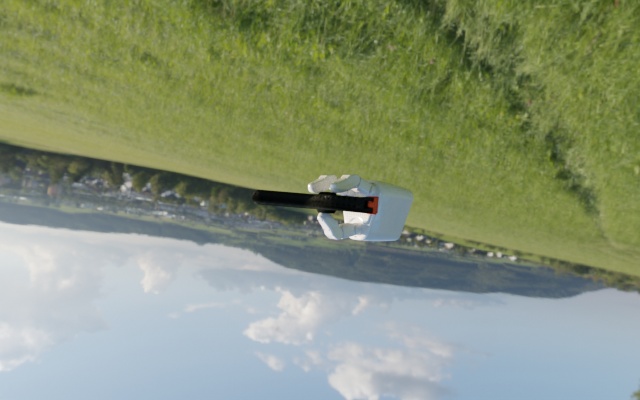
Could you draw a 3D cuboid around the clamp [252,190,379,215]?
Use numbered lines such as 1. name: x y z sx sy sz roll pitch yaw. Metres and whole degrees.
1. clamp: 0.001 0.003 0.800 0.164 0.036 0.210 4 -1 -44
